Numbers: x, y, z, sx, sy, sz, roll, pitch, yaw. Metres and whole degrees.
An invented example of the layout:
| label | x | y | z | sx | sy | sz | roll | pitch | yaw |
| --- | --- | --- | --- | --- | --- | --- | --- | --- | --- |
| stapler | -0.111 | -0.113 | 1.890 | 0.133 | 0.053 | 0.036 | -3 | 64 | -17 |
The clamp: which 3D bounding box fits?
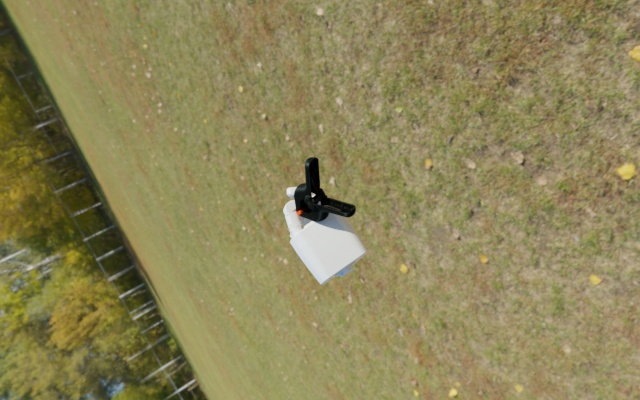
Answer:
| label | x | y | z | sx | sy | sz | roll | pitch | yaw |
| --- | --- | --- | --- | --- | --- | --- | --- | --- | --- |
| clamp | 0.000 | 0.003 | 0.858 | 0.039 | 0.120 | 0.171 | -32 | -11 | -23 |
